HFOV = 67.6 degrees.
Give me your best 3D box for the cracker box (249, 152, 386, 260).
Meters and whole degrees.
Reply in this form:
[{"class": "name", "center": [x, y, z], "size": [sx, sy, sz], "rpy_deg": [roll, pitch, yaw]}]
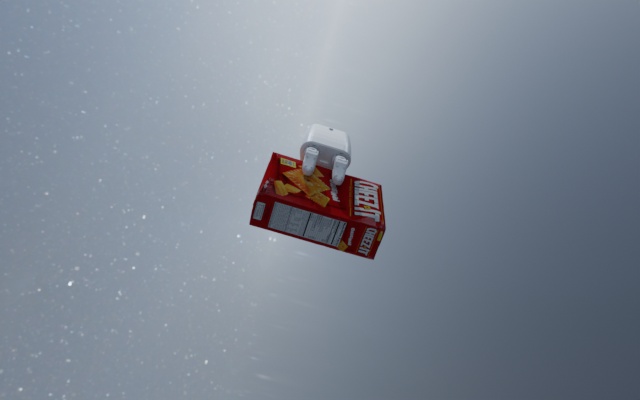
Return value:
[{"class": "cracker box", "center": [0.000, 0.003, 0.824], "size": [0.214, 0.072, 0.164], "rpy_deg": [16, 29, -5]}]
